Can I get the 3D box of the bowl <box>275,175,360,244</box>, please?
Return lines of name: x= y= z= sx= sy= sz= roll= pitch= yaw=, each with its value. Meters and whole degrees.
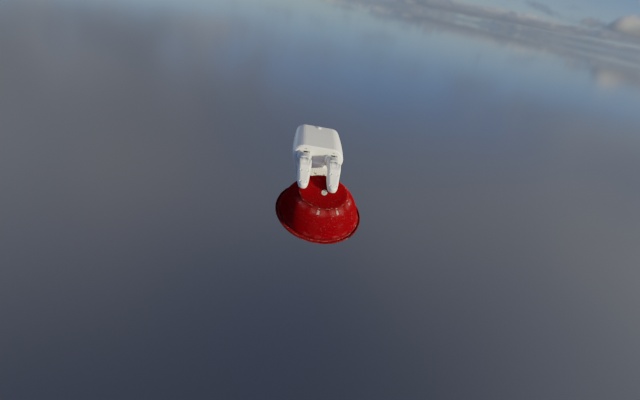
bowl: x=0.001 y=0.004 z=0.879 sx=0.162 sy=0.055 sz=0.162 roll=8 pitch=43 yaw=-8
